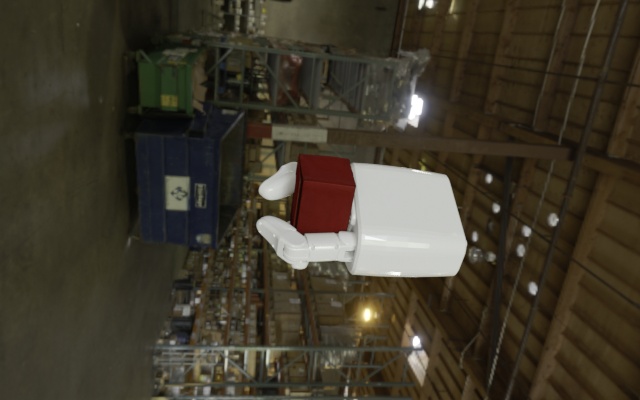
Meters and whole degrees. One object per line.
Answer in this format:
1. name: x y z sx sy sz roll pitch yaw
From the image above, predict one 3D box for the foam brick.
1. foam brick: 0.000 0.001 0.459 0.051 0.078 0.053 5 33 -8
